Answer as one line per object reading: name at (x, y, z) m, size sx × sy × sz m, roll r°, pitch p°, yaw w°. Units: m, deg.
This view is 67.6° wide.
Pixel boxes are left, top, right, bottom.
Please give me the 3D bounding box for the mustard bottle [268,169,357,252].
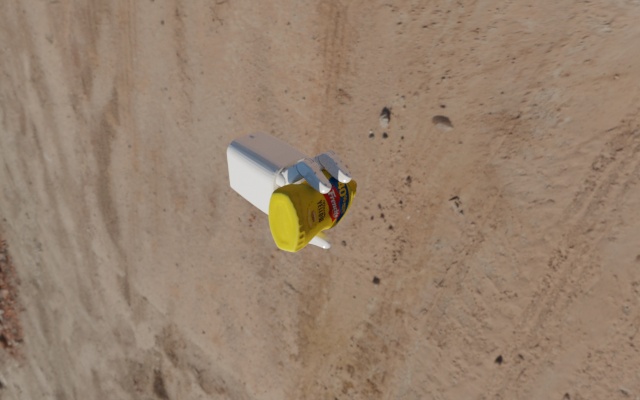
mustard bottle at (0.000, 0.003, 0.755) m, size 0.058 × 0.096 × 0.191 m, roll 8°, pitch 23°, yaw 35°
